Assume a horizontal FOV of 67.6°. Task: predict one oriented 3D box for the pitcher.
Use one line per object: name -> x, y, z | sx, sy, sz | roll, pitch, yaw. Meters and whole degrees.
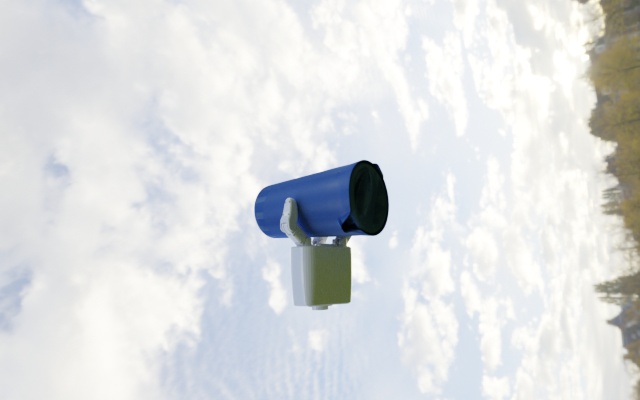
pitcher -> 0.000, 0.003, 0.898 | 0.243, 0.145, 0.149 | -8, -11, 37
